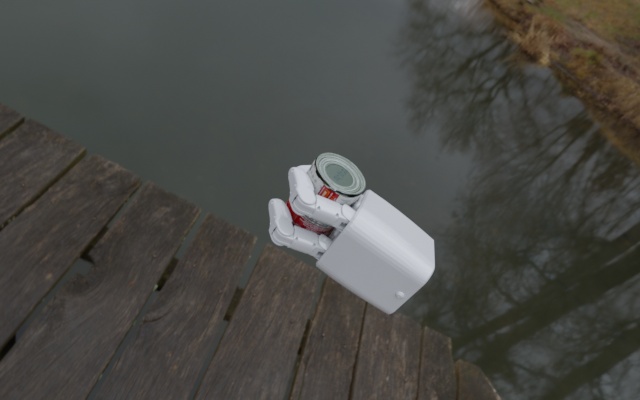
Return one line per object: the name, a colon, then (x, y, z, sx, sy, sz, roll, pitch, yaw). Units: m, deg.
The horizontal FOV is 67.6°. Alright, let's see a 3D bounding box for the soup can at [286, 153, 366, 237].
soup can: (0.000, 0.001, 0.568, 0.068, 0.068, 0.102, 0, -40, -37)
